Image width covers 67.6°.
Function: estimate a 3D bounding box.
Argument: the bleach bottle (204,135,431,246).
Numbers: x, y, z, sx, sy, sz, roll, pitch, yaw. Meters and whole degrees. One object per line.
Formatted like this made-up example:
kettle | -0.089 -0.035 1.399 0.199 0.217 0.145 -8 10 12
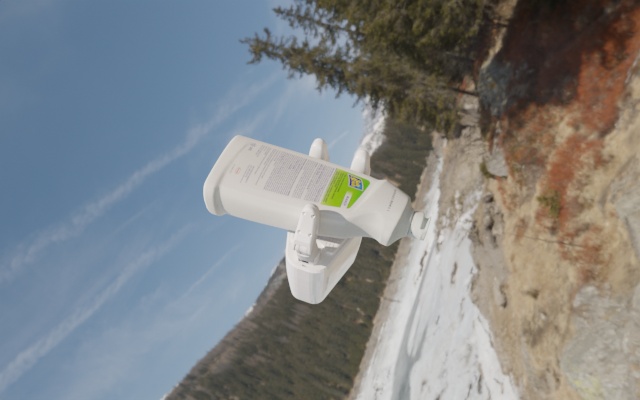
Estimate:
bleach bottle | 0.000 0.002 0.557 0.251 0.102 0.068 17 -33 10
